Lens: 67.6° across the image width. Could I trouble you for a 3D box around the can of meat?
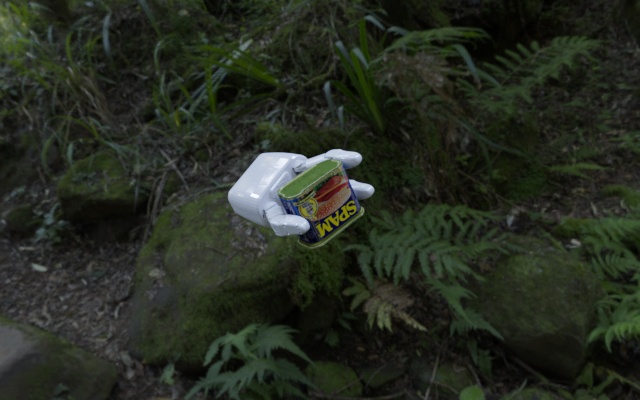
[{"bbox_3d":[0.000,0.002,0.658,0.102,0.084,0.057,-35,27,-22],"label":"can of meat"}]
